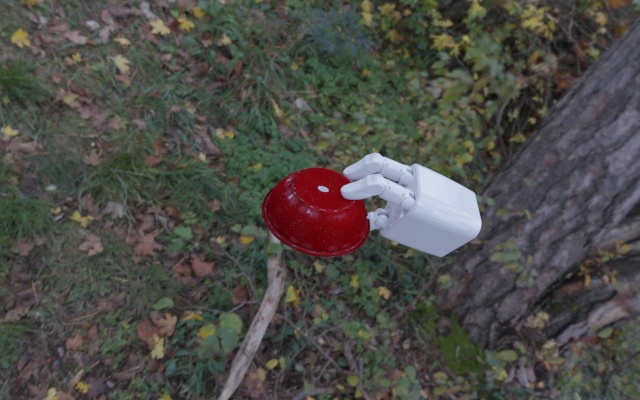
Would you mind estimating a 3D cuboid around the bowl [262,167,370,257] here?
[{"bbox_3d":[-0.001,0.002,0.678,0.162,0.055,0.162,9,41,-8],"label":"bowl"}]
